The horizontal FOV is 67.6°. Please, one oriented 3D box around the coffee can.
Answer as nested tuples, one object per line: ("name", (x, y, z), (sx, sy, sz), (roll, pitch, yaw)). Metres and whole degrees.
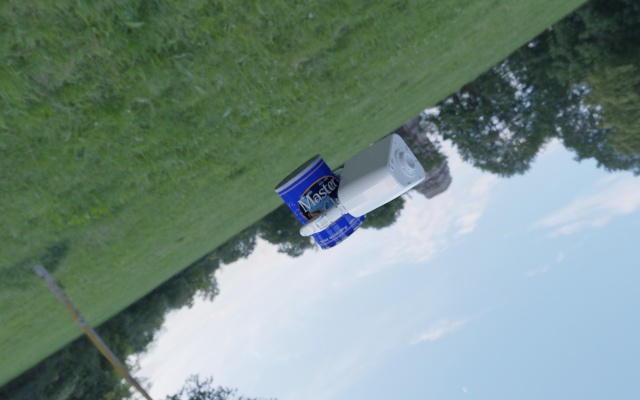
("coffee can", (0.000, 0.003, 0.858), (0.103, 0.140, 0.102), (-37, 10, 7))
